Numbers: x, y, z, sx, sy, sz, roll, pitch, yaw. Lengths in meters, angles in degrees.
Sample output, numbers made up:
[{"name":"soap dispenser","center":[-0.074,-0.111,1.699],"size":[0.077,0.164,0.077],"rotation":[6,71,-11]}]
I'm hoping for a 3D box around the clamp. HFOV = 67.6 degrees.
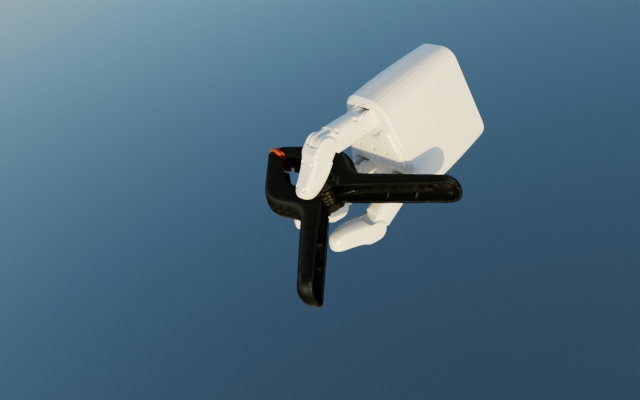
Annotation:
[{"name":"clamp","center":[0.000,0.001,0.449],"size":[0.164,0.036,0.210],"rotation":[-39,41,-20]}]
